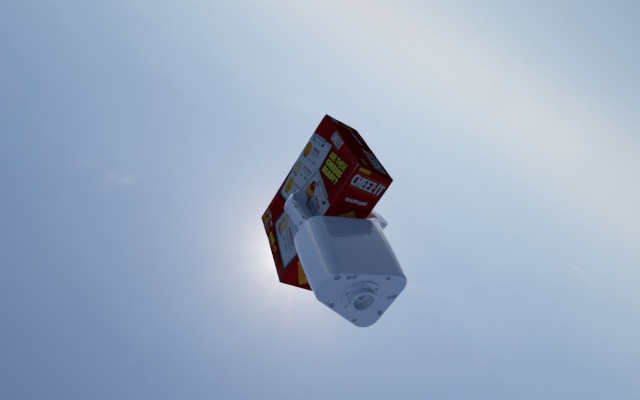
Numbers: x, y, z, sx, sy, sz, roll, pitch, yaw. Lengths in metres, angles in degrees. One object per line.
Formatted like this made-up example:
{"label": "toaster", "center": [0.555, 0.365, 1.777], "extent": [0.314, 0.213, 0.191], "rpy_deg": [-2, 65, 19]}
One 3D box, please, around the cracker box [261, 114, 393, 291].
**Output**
{"label": "cracker box", "center": [0.000, 0.002, 0.721], "extent": [0.072, 0.214, 0.164], "rpy_deg": [22, 25, -29]}
